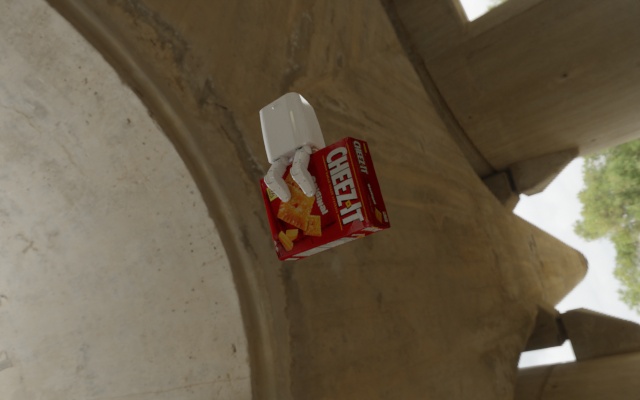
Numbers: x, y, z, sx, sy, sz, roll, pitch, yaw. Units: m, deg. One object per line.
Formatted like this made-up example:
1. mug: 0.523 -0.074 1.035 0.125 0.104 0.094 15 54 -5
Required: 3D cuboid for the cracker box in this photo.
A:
1. cracker box: 0.000 0.003 0.863 0.214 0.164 0.072 -23 -16 32
